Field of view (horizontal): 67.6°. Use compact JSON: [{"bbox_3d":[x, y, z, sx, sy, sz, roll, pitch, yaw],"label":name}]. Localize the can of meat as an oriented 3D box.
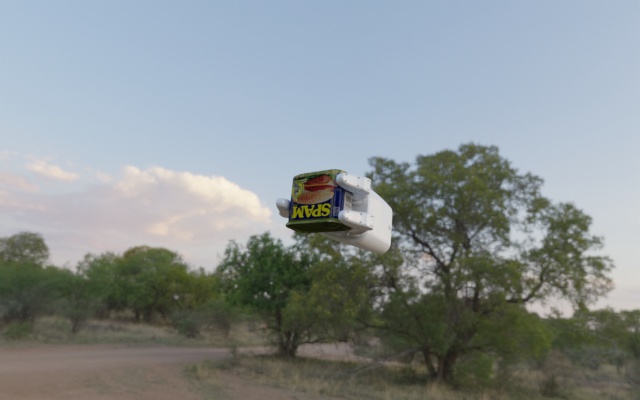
[{"bbox_3d":[0.000,0.002,0.742,0.102,0.084,0.057,-6,-20,32],"label":"can of meat"}]
